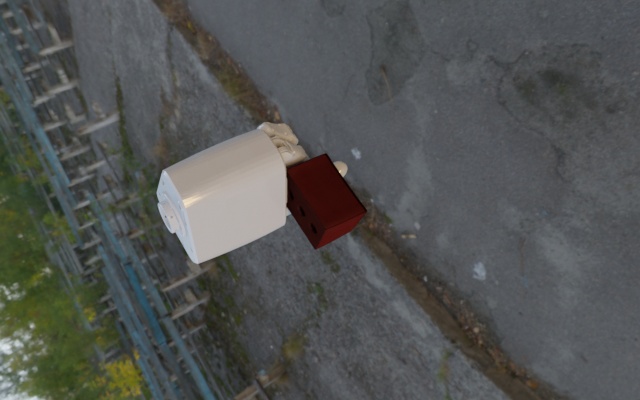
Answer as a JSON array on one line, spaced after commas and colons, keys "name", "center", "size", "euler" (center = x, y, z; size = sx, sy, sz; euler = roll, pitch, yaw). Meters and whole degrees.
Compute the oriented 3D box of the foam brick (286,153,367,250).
[{"name": "foam brick", "center": [0.000, 0.002, 0.497], "size": [0.051, 0.078, 0.053], "euler": [-26, -19, -27]}]
